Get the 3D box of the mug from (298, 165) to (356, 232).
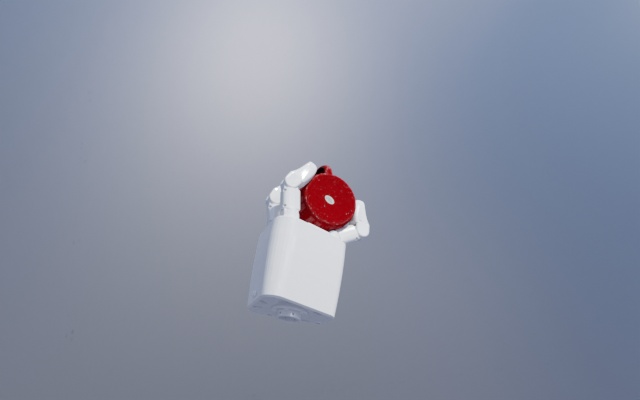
[{"bbox_3d":[0.000,0.001,0.695,0.093,0.117,0.081,18,-30,-18],"label":"mug"}]
